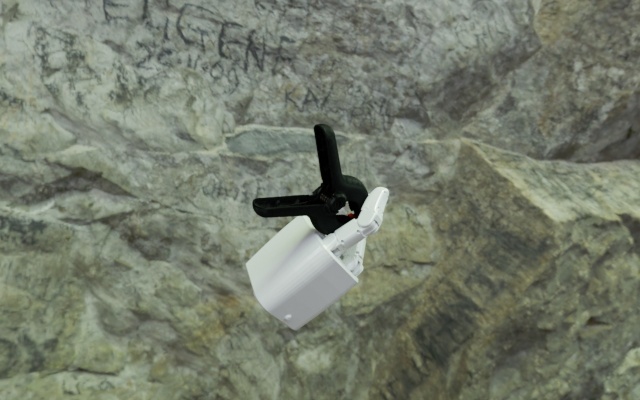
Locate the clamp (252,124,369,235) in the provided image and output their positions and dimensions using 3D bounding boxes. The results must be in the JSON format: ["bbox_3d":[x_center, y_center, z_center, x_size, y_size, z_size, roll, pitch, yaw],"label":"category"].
[{"bbox_3d":[0.000,0.001,0.557,0.171,0.120,0.039,49,1,-45],"label":"clamp"}]
